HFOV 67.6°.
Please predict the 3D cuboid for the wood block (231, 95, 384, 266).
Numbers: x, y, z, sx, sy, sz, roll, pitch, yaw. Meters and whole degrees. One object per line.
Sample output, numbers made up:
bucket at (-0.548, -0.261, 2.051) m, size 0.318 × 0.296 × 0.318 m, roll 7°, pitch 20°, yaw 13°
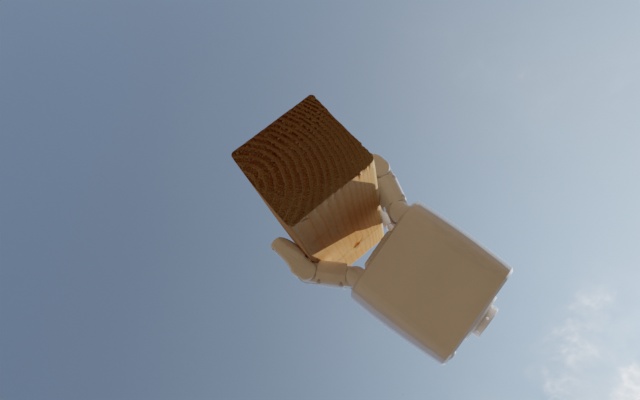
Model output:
wood block at (0.000, 0.002, 0.484) m, size 0.091 × 0.090 × 0.206 m, roll -38°, pitch -23°, yaw -7°
